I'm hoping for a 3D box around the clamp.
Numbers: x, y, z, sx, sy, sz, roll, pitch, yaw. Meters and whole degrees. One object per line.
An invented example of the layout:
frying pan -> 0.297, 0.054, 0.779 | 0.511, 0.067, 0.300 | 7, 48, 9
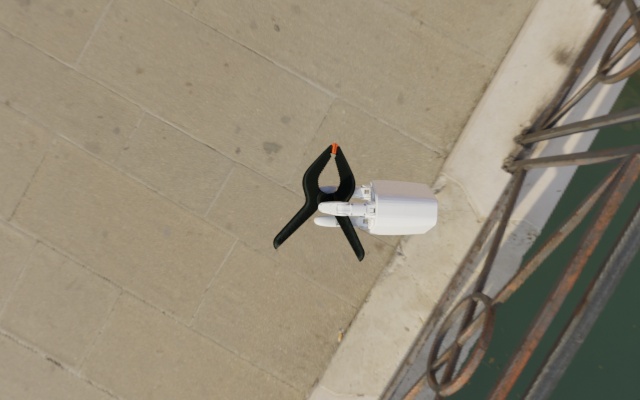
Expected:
clamp -> 0.000, 0.002, 0.848 | 0.164, 0.210, 0.036 | 2, 2, -3
